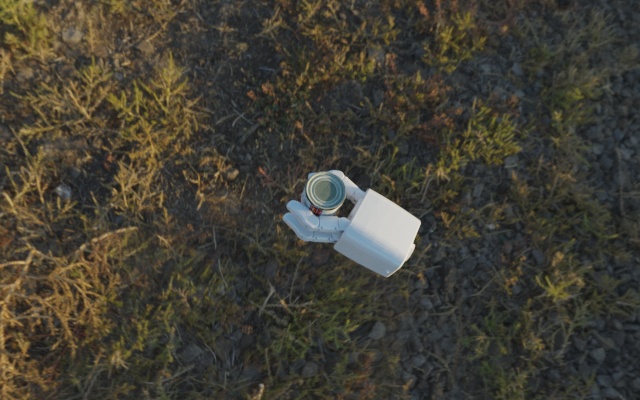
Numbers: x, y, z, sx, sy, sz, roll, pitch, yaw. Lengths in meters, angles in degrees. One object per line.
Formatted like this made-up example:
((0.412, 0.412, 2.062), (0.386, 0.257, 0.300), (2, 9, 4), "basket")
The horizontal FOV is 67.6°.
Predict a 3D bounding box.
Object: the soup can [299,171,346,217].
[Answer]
((0.000, 0.002, 0.792), (0.068, 0.068, 0.102), (0, -22, -11), "soup can")
